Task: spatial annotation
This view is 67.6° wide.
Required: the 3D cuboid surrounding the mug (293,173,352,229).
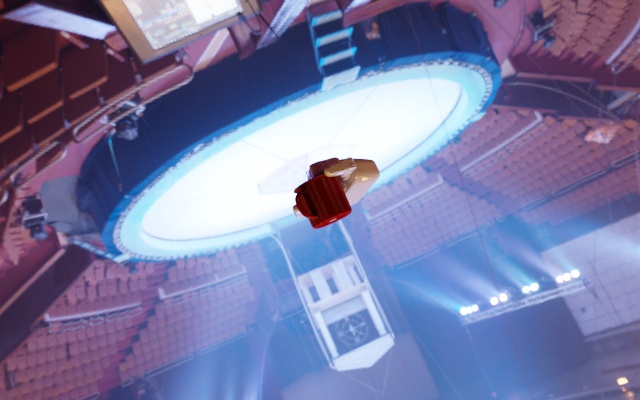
[{"bbox_3d":[-0.001,0.003,0.881,0.093,0.081,0.117,-32,-12,37],"label":"mug"}]
